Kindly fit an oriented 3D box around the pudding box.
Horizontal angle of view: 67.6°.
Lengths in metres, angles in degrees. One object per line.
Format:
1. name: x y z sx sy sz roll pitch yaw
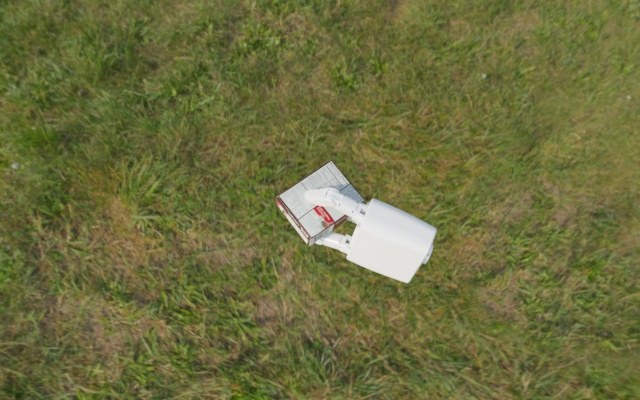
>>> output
1. pudding box: 0.000 0.002 0.754 0.113 0.090 0.039 -34 -15 -19
